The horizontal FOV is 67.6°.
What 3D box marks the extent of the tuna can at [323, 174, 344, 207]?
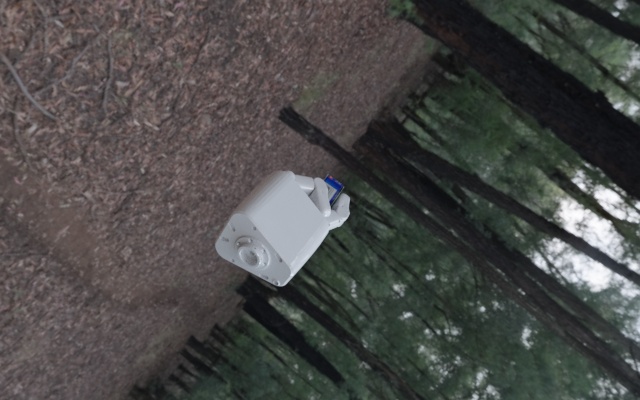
[{"bbox_3d":[0.001,0.003,0.741,0.034,0.086,0.086,35,0,1],"label":"tuna can"}]
